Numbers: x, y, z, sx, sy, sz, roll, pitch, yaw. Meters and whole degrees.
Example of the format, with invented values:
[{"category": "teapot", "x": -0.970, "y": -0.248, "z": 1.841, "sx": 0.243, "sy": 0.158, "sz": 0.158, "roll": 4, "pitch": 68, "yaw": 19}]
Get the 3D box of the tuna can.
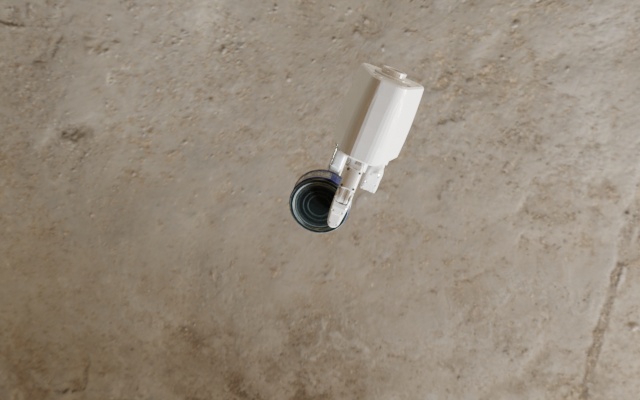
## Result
[{"category": "tuna can", "x": 0.000, "y": 0.002, "z": 0.667, "sx": 0.086, "sy": 0.086, "sz": 0.033, "roll": 0, "pitch": 24, "yaw": 9}]
